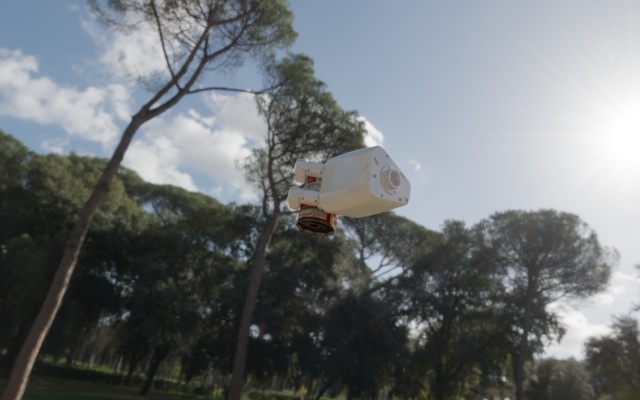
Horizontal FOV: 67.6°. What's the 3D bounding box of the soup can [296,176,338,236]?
[{"bbox_3d":[0.000,0.003,0.839,0.068,0.102,0.068,9,-24,4],"label":"soup can"}]
